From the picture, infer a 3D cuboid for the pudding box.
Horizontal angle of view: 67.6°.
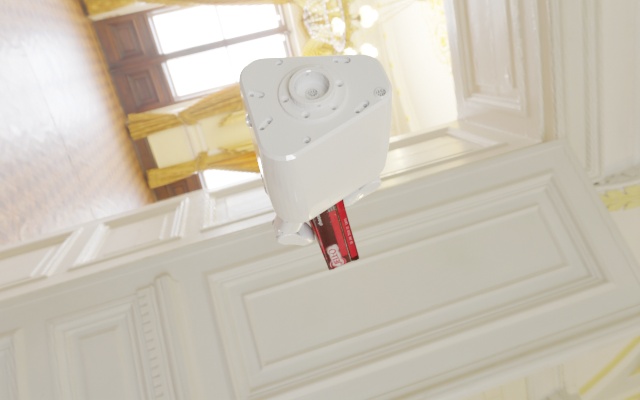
[{"bbox_3d":[0.000,0.002,0.495,0.039,0.090,0.113,-18,37,-3],"label":"pudding box"}]
